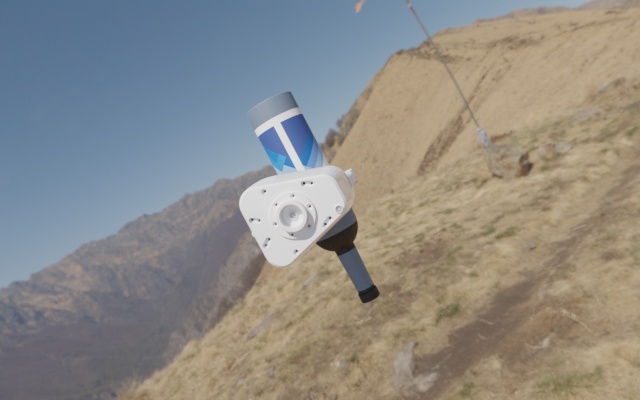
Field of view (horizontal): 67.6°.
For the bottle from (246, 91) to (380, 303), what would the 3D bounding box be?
[{"bbox_3d":[0.000,0.002,0.637,0.069,0.296,0.069,-28,3,2],"label":"bottle"}]
